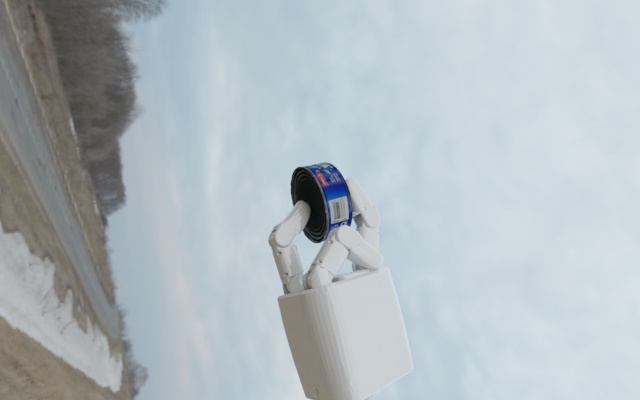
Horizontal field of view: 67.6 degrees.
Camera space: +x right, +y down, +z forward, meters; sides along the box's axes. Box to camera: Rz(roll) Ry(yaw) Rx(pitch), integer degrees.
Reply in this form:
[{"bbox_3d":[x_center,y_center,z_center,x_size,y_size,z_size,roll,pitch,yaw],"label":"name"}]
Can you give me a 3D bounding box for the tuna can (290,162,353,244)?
[{"bbox_3d":[0.001,0.002,0.524,0.034,0.086,0.086,-15,6,-25],"label":"tuna can"}]
